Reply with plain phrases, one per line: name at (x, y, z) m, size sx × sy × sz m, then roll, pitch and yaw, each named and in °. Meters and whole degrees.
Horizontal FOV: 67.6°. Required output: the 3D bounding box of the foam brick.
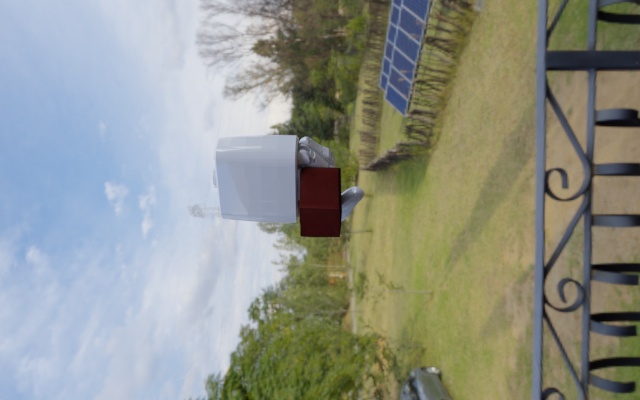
foam brick at (0.000, 0.002, 0.605) m, size 0.051 × 0.053 × 0.078 m, roll 1°, pitch 45°, yaw 0°
